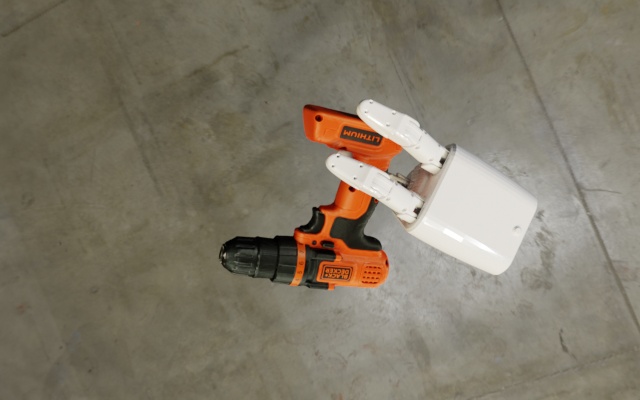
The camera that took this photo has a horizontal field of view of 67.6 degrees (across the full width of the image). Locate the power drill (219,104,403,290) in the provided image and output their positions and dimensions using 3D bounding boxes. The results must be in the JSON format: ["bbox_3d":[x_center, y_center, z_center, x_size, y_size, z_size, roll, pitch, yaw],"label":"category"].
[{"bbox_3d":[0.000,0.001,0.490,0.184,0.188,0.057,7,18,-20],"label":"power drill"}]
